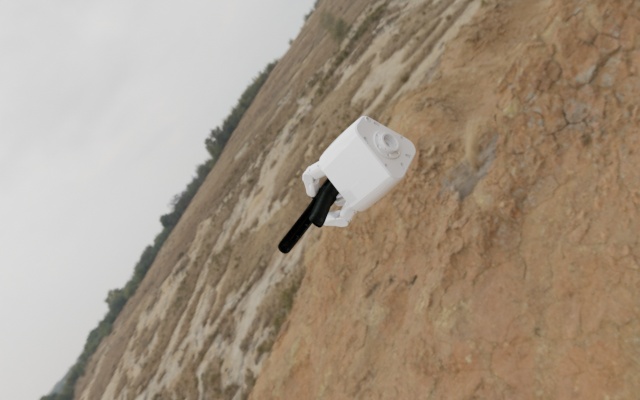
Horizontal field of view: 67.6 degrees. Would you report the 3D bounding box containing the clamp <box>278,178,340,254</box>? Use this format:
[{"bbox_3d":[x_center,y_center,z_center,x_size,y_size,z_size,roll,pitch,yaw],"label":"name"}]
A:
[{"bbox_3d":[0.000,0.002,0.866,0.036,0.210,0.165,39,-40,-7],"label":"clamp"}]
